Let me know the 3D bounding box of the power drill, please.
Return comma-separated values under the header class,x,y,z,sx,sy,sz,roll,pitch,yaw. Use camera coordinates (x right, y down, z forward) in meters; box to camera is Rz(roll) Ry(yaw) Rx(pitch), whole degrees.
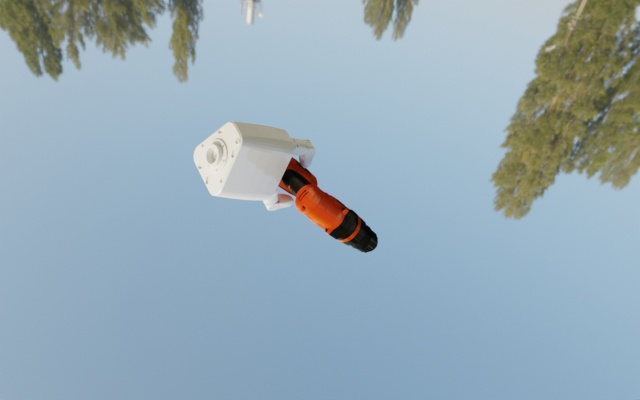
class,x,y,z,sx,sy,sz,roll,pitch,yaw
power drill,0.000,0.002,0.790,0.184,0.057,0.187,39,2,-41
